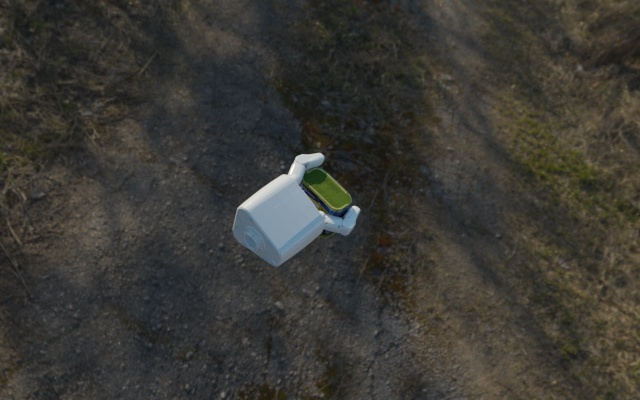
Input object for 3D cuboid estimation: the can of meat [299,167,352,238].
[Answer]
[{"bbox_3d":[0.000,0.003,0.851,0.057,0.102,0.084,-35,-19,-36],"label":"can of meat"}]
